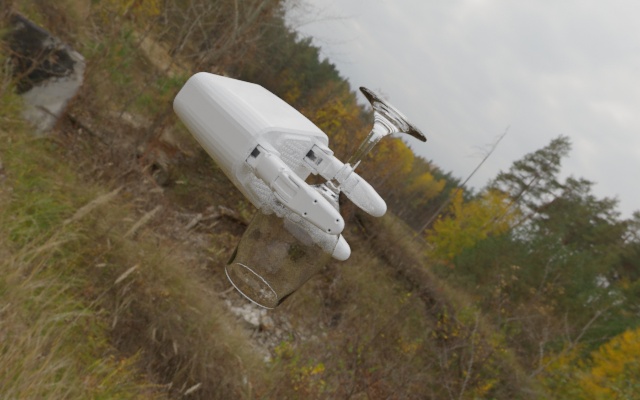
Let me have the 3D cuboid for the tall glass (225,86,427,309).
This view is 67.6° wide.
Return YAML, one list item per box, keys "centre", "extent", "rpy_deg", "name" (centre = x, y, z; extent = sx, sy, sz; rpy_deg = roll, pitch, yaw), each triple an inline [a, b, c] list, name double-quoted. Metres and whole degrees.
- centre: [0.001, 0.001, 0.424]
  extent: [0.079, 0.201, 0.079]
  rpy_deg: [38, 7, -6]
  name: "tall glass"
